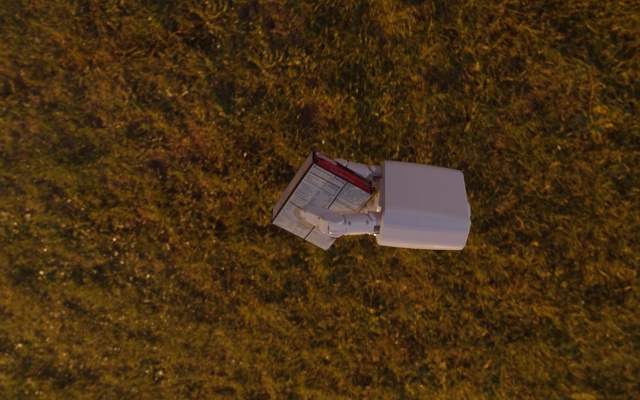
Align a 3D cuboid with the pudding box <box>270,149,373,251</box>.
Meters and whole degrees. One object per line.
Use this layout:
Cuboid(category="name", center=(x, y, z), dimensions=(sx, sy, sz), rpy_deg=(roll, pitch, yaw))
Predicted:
Cuboid(category="pudding box", center=(0.000, 0.002, 0.615), dimensions=(0.090, 0.113, 0.039), rpy_deg=(29, 28, -15))
